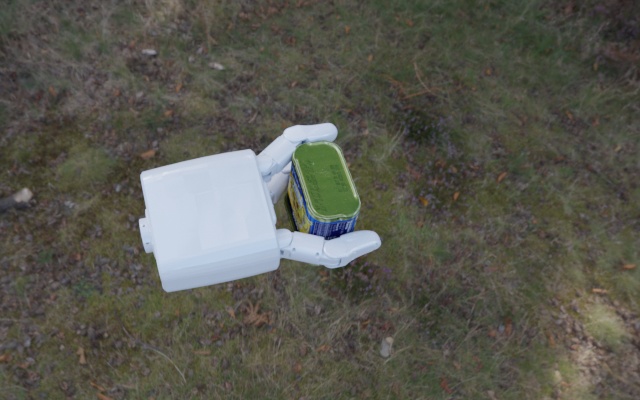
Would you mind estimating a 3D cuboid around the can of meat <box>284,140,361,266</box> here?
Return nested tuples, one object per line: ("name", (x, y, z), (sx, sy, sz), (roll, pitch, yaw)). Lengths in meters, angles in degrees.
("can of meat", (0.000, 0.001, 0.491), (0.057, 0.102, 0.084), (-9, -34, -14))
